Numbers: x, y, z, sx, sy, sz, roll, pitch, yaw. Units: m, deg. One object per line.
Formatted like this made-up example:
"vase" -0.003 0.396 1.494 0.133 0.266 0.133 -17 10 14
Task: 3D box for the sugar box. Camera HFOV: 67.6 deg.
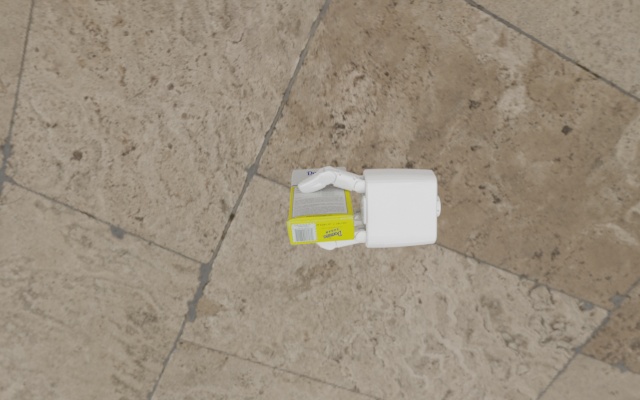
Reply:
"sugar box" 0.000 0.003 0.734 0.093 0.048 0.176 -4 24 2
